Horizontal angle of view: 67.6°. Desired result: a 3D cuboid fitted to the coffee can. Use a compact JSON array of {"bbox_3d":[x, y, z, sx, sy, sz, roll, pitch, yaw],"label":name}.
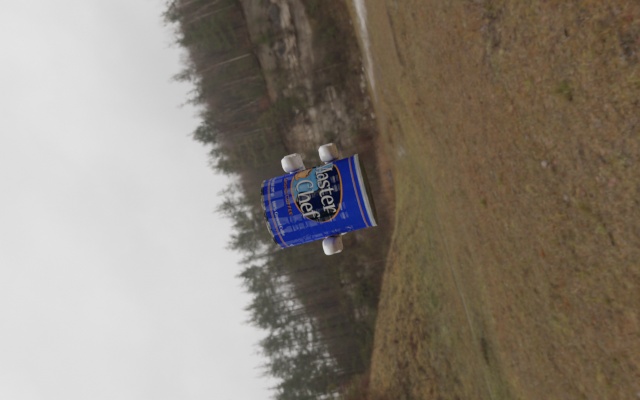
[{"bbox_3d":[0.000,0.002,0.671,0.140,0.103,0.103,-15,-3,9],"label":"coffee can"}]
